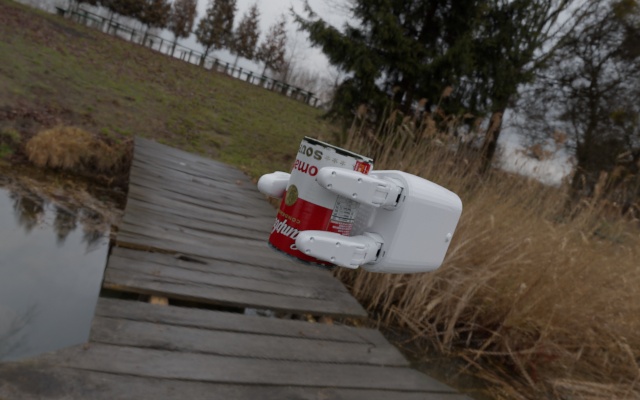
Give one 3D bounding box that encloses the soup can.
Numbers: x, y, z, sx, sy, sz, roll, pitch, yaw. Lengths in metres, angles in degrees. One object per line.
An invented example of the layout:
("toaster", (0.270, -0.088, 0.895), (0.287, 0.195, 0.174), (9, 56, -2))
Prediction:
("soup can", (0.000, 0.001, 0.428), (0.068, 0.102, 0.068), (19, 7, -2))
